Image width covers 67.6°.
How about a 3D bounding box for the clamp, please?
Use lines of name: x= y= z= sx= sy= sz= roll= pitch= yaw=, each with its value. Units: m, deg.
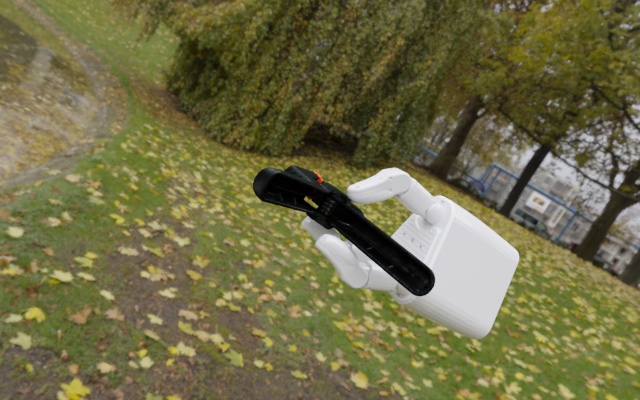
clamp: x=0.001 y=0.001 z=0.439 sx=0.164 sy=0.036 sz=0.210 roll=33 pitch=6 yaw=-22
